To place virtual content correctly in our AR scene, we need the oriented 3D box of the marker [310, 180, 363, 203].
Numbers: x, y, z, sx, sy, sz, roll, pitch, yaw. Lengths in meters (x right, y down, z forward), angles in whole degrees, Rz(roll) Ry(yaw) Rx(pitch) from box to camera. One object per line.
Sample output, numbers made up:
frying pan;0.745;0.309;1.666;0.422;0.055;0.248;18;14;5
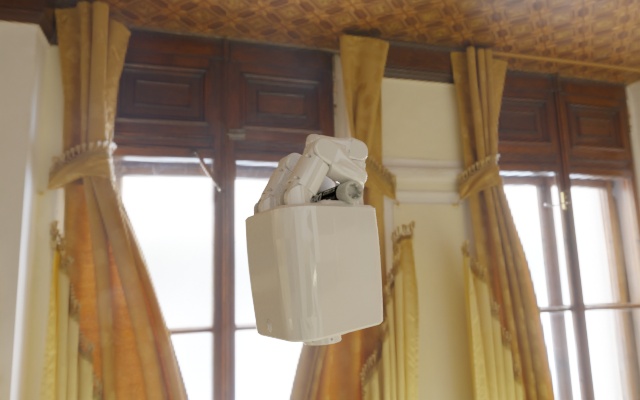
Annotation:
marker;0.000;0.001;0.453;0.020;0.020;0.121;0;-9;-29
